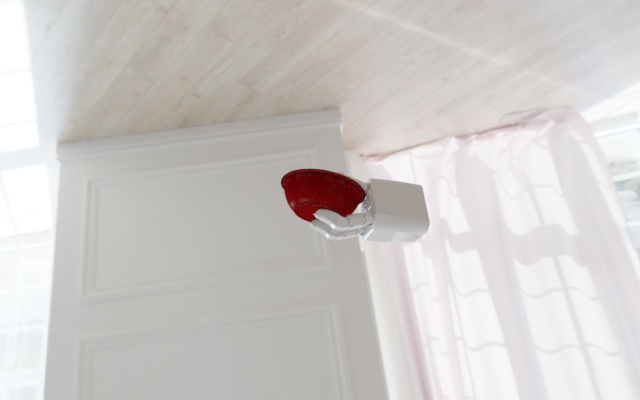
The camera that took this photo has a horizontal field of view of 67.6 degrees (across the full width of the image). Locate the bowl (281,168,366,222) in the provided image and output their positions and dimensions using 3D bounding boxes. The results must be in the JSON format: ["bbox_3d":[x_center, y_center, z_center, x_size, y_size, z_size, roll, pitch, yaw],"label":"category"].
[{"bbox_3d":[-0.001,0.003,0.884,0.162,0.055,0.162,10,-24,4],"label":"bowl"}]
